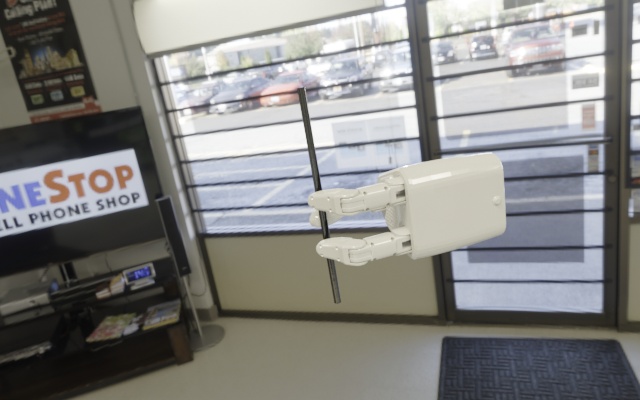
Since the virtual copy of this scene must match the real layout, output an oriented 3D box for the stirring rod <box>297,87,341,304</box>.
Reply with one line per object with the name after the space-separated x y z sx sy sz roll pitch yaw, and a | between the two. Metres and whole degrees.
0.000 0.002 0.509 0.011 0.239 0.011 -9 17 3 | stirring rod
